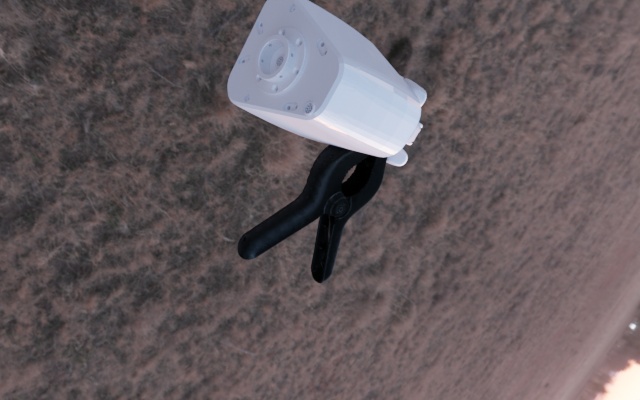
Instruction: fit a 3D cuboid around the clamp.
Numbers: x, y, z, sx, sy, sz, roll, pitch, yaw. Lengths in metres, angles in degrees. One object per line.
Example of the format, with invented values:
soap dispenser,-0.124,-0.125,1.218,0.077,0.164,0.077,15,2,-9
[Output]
clamp,0.001,0.002,0.444,0.120,0.171,0.039,13,19,-49
